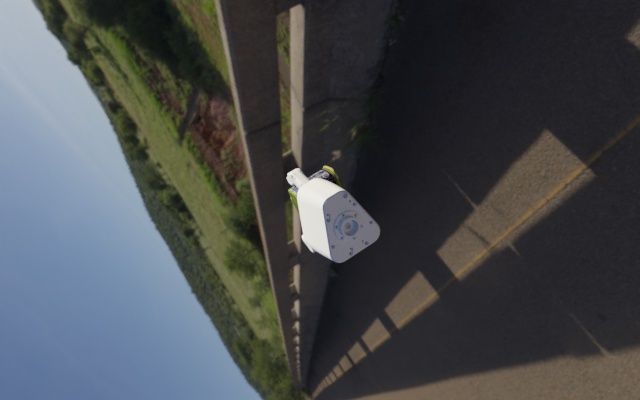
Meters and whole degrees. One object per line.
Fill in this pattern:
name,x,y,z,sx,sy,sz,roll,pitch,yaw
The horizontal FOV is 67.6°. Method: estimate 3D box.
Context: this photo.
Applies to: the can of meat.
can of meat,0.000,0.003,0.862,0.084,0.102,0.057,-32,24,-14
